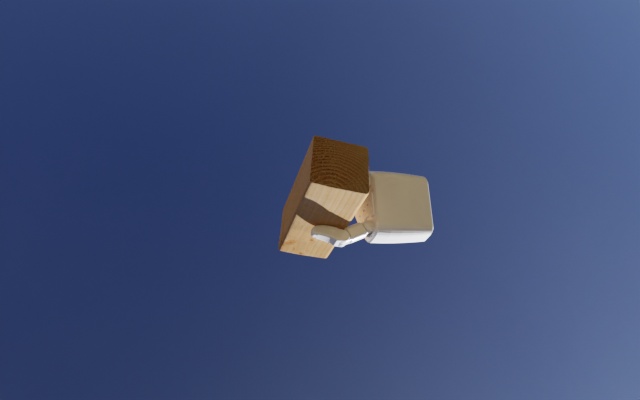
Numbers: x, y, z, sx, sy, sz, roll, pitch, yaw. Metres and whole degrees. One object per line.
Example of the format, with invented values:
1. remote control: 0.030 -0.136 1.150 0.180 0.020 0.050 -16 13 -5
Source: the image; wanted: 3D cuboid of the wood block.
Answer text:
1. wood block: 0.000 0.003 0.772 0.090 0.090 0.206 11 -36 -12
